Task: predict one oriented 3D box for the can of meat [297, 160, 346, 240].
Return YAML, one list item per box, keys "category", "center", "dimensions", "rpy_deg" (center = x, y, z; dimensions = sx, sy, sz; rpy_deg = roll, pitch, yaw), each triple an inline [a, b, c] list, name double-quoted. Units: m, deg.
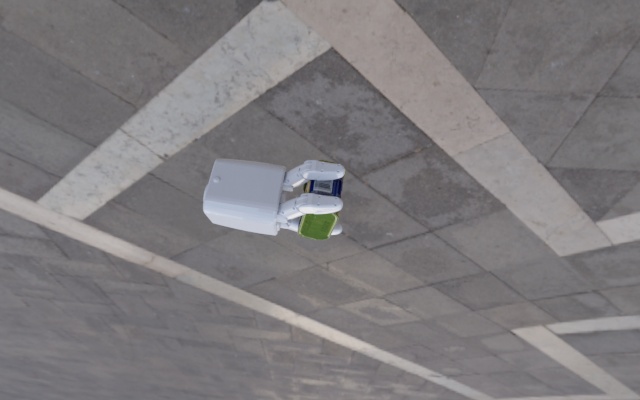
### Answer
- category: "can of meat"
  center: [0.000, 0.003, 0.722]
  dimensions: [0.057, 0.084, 0.102]
  rpy_deg: [12, -31, -5]
